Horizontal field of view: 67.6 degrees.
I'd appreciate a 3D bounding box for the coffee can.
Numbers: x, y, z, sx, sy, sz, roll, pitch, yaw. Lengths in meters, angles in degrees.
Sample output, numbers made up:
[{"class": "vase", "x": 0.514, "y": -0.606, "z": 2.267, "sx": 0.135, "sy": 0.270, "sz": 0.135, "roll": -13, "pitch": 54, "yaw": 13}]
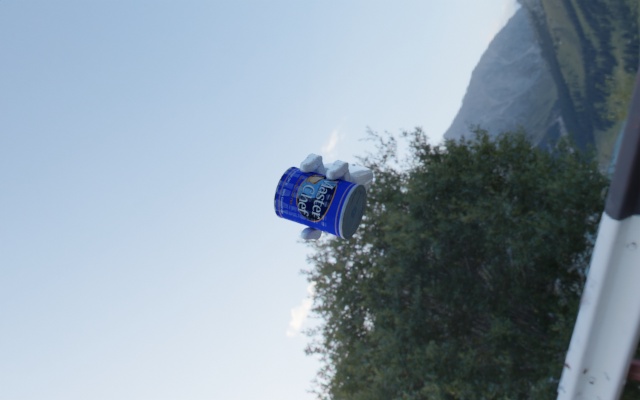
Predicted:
[{"class": "coffee can", "x": 0.000, "y": 0.003, "z": 0.879, "sx": 0.140, "sy": 0.103, "sz": 0.103, "roll": 17, "pitch": 7, "yaw": 23}]
